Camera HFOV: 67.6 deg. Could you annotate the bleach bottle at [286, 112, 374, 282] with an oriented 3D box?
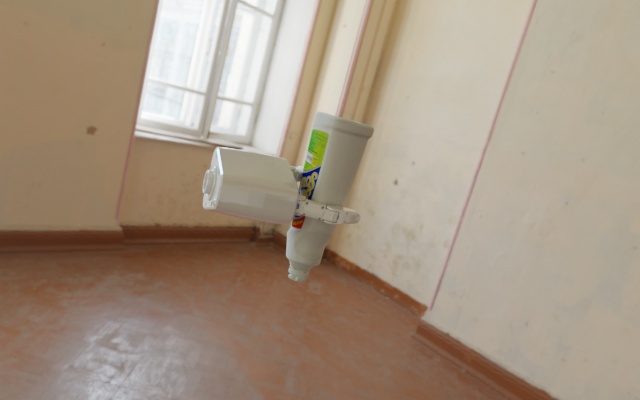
[{"bbox_3d":[0.000,0.002,0.699,0.068,0.251,0.102,11,11,-24],"label":"bleach bottle"}]
